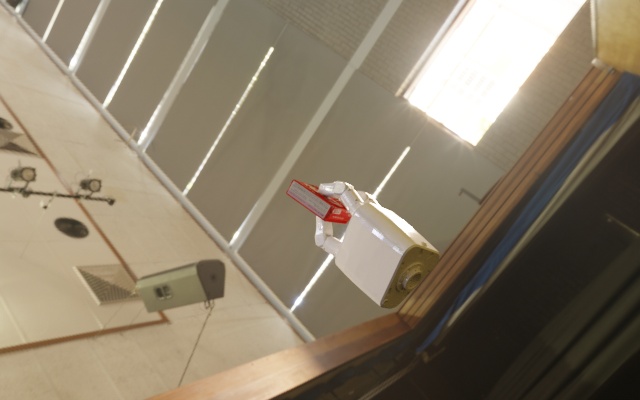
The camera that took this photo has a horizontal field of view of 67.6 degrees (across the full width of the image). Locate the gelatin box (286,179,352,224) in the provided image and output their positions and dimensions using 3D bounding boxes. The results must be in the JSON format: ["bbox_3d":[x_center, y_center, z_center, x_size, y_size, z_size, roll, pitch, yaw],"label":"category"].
[{"bbox_3d":[0.000,0.003,0.765,0.089,0.030,0.073,34,10,29],"label":"gelatin box"}]
